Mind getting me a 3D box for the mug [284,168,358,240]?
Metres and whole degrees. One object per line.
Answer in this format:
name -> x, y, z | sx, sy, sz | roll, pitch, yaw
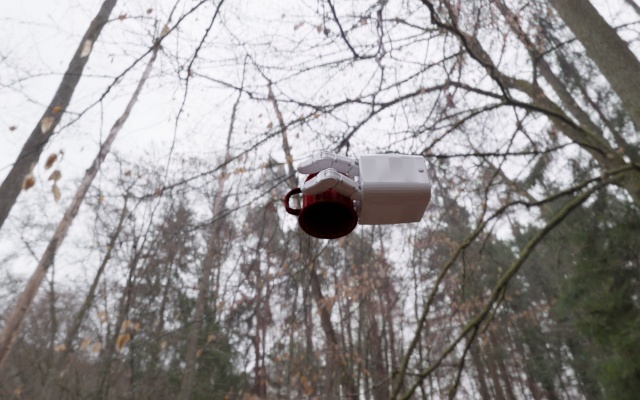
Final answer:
mug -> -0.001, 0.002, 0.766 | 0.117, 0.081, 0.093 | 0, -44, 0
